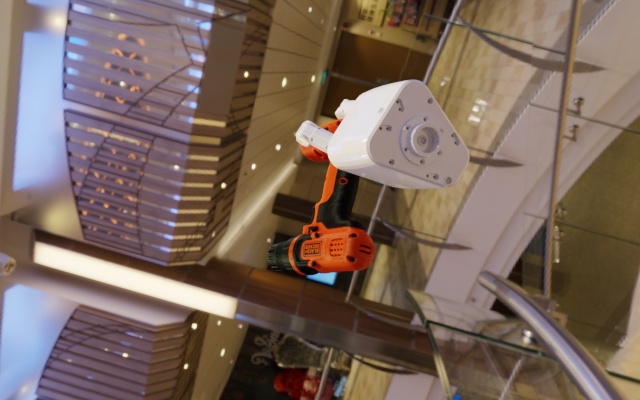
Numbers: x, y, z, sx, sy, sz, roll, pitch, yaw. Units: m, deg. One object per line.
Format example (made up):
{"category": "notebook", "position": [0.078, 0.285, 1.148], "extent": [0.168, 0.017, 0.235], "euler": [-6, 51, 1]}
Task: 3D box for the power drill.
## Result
{"category": "power drill", "position": [0.000, 0.002, 0.610], "extent": [0.057, 0.187, 0.184], "euler": [16, -17, -38]}
